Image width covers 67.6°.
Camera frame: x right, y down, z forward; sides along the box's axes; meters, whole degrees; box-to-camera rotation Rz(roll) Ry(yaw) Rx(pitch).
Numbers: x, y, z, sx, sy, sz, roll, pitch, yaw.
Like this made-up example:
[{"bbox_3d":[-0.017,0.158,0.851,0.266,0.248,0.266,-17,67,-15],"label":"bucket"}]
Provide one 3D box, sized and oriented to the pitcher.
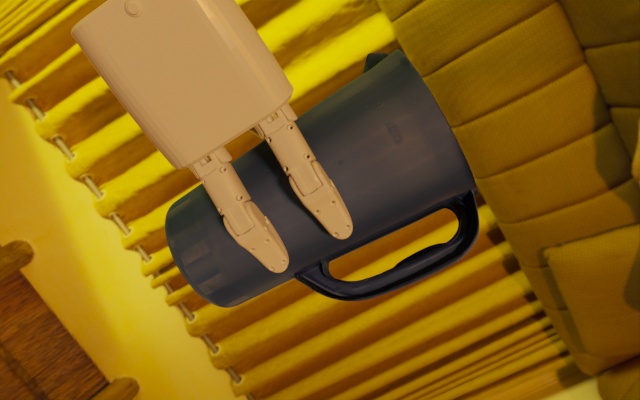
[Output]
[{"bbox_3d":[0.000,0.001,0.402,0.243,0.145,0.149,-30,28,10],"label":"pitcher"}]
